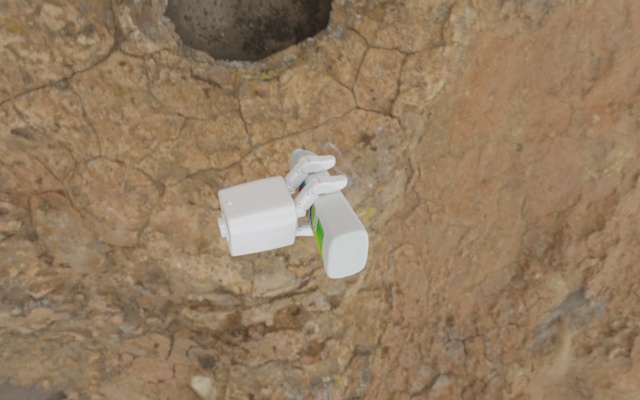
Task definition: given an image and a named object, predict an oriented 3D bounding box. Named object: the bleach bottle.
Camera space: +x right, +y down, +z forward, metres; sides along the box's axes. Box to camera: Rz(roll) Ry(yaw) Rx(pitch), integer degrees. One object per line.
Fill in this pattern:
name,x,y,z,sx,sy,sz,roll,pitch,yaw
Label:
bleach bottle,0.000,0.003,0.795,0.068,0.103,0.250,-12,44,-15
